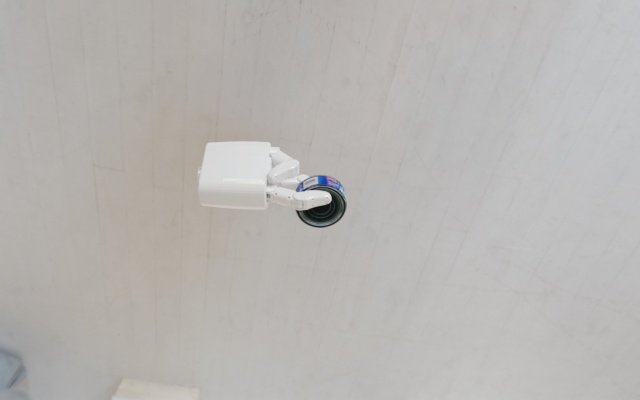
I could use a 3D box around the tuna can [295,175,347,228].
[{"bbox_3d":[0.000,0.003,0.783,0.086,0.086,0.033,0,33,-4],"label":"tuna can"}]
